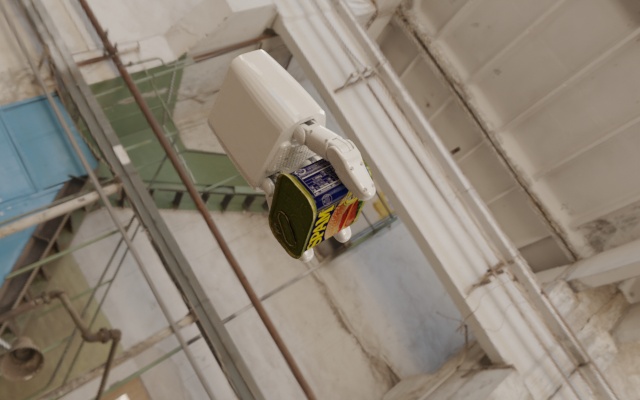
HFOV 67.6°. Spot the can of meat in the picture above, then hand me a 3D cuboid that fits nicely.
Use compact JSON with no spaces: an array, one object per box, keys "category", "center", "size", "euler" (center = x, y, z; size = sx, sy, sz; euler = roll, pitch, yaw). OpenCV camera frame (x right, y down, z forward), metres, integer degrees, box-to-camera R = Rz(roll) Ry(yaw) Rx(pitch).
[{"category":"can of meat","center":[0.000,0.001,0.492],"size":[0.084,0.057,0.102],"euler":[-28,-26,-31]}]
